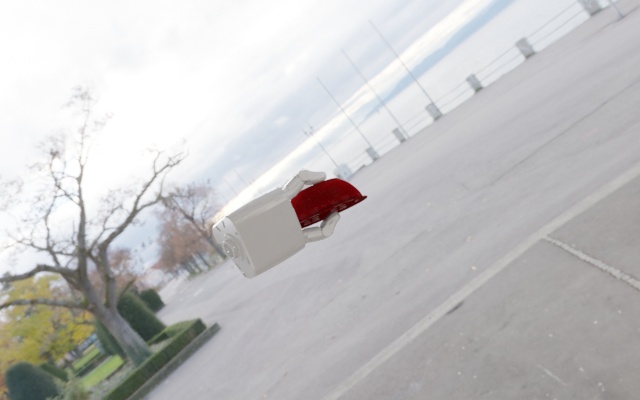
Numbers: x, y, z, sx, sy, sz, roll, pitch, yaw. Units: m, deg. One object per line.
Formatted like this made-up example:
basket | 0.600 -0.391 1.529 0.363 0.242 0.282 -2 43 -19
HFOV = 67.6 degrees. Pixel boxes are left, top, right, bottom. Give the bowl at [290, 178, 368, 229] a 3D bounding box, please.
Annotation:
bowl | 0.001 0.002 0.855 0.162 0.055 0.162 -23 -7 -3
